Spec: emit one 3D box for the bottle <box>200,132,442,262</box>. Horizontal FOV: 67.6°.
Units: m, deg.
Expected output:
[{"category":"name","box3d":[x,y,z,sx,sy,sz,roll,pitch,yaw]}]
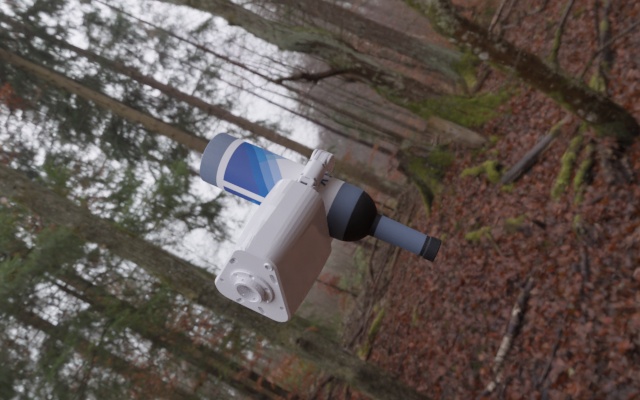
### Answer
[{"category":"bottle","box3d":[0.000,0.002,0.572,0.295,0.069,0.069,23,4,10]}]
